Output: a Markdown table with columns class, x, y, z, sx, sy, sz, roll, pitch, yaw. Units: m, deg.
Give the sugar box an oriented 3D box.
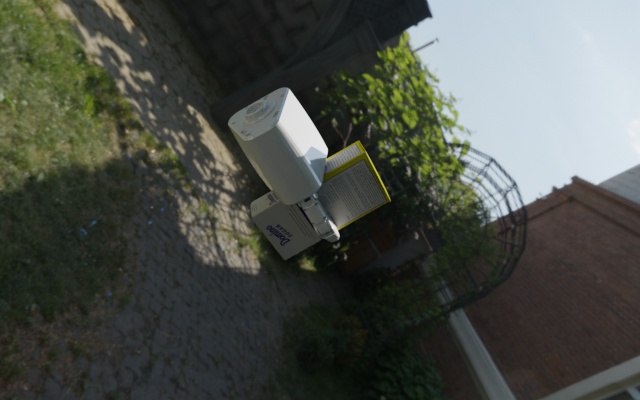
| class | x | y | z | sx | sy | sz | roll | pitch | yaw |
| --- | --- | --- | --- | --- | --- | --- | --- | --- | --- |
| sugar box | 0.000 | 0.002 | 0.665 | 0.176 | 0.093 | 0.048 | -28 | 33 | 8 |
